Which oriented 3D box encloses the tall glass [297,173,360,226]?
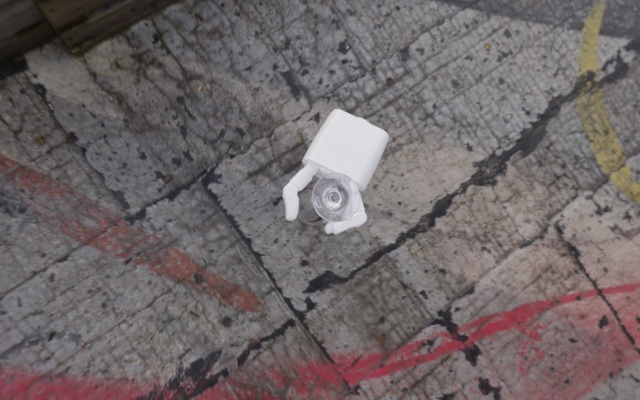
[{"bbox_3d":[0.000,0.003,0.800,0.079,0.079,0.201,0,-4,-14],"label":"tall glass"}]
